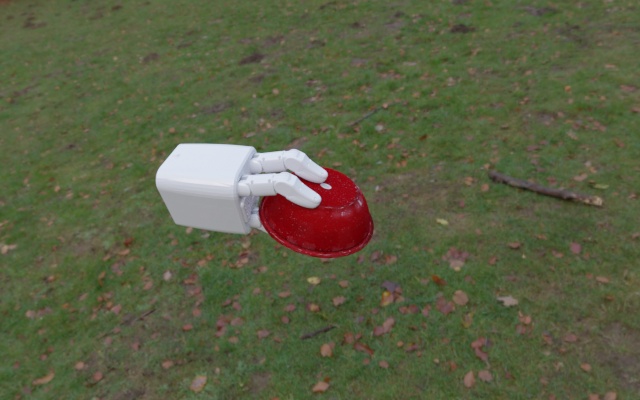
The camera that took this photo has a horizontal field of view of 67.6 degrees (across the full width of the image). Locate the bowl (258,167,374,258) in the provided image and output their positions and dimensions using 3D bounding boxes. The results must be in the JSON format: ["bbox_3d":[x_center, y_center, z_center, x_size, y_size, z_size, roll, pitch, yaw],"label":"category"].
[{"bbox_3d":[0.001,0.002,0.643,0.162,0.055,0.162,9,37,-7],"label":"bowl"}]
